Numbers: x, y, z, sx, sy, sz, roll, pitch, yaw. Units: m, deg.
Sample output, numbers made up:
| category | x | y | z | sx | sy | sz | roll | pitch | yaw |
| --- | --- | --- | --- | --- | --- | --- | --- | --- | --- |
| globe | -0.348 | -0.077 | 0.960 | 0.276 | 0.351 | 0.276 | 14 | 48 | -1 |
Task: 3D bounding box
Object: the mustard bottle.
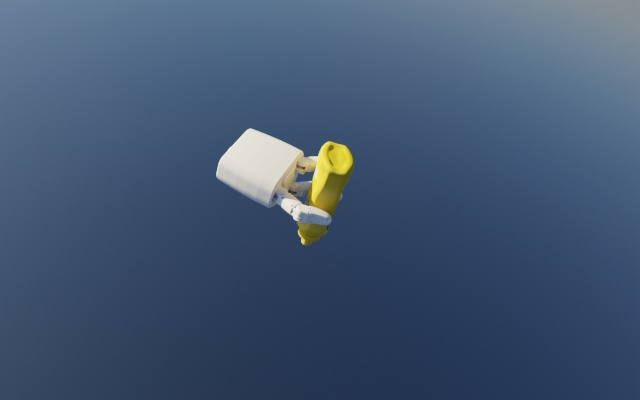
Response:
| category | x | y | z | sx | sy | sz | roll | pitch | yaw |
| --- | --- | --- | --- | --- | --- | --- | --- | --- | --- |
| mustard bottle | 0.001 | 0.003 | 0.815 | 0.058 | 0.192 | 0.096 | 13 | 35 | -10 |
